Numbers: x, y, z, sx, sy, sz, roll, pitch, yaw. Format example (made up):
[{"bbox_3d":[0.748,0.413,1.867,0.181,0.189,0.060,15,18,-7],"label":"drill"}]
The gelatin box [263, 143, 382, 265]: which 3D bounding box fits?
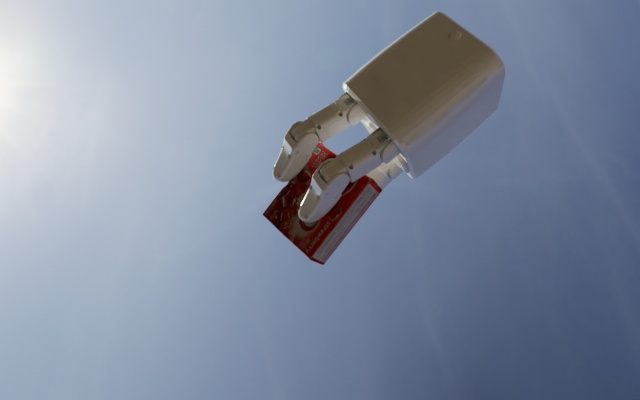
[{"bbox_3d":[0.000,0.002,0.437,0.073,0.089,0.030,39,2,35],"label":"gelatin box"}]
